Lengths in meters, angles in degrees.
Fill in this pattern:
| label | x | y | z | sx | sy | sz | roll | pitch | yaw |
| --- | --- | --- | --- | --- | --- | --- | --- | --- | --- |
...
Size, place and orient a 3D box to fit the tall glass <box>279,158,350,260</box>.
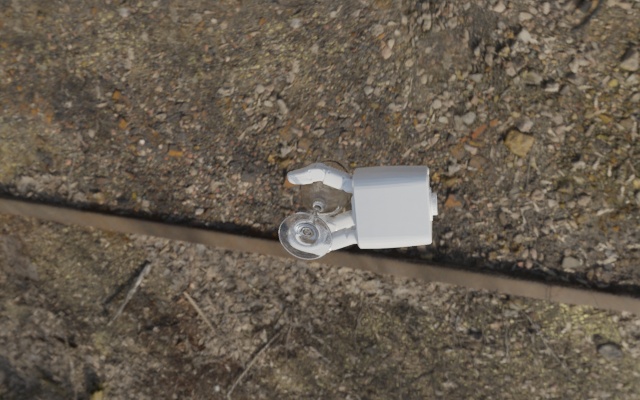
| label | x | y | z | sx | sy | sz | roll | pitch | yaw |
| --- | --- | --- | --- | --- | --- | --- | --- | --- | --- |
| tall glass | 0.000 | 0.003 | 0.726 | 0.079 | 0.079 | 0.201 | 0 | 28 | 13 |
